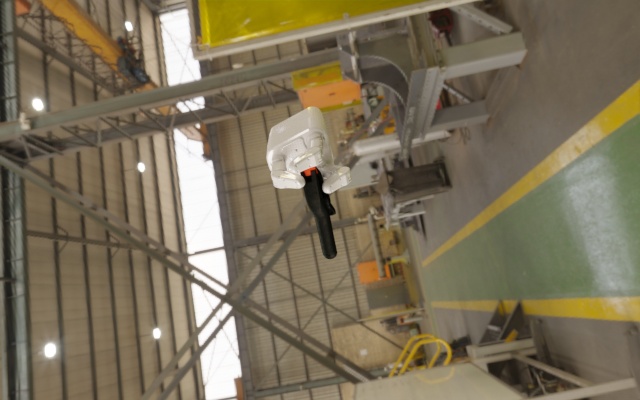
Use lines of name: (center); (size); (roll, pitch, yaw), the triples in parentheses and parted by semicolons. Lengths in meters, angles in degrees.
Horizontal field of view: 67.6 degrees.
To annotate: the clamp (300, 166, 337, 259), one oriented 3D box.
clamp: (-0.001, 0.003, 0.817); (0.039, 0.172, 0.120); (-12, 33, 4)
